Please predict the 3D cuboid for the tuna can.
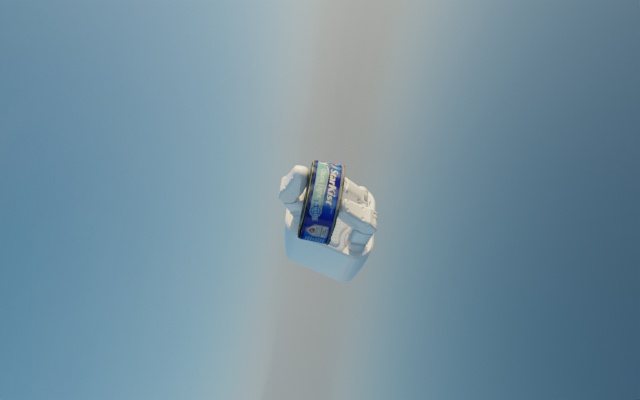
[{"bbox_3d":[0.000,0.001,0.500,0.034,0.086,0.086,12,-1,-4],"label":"tuna can"}]
